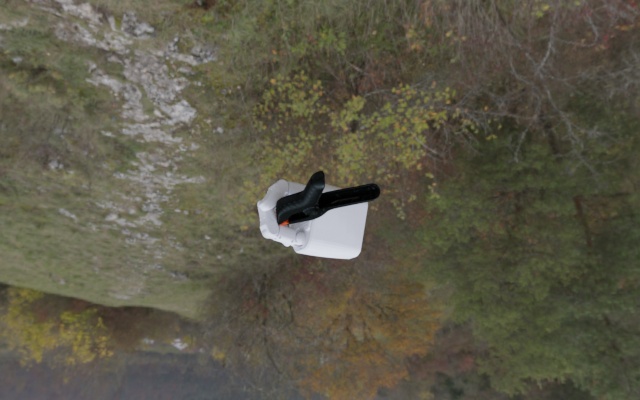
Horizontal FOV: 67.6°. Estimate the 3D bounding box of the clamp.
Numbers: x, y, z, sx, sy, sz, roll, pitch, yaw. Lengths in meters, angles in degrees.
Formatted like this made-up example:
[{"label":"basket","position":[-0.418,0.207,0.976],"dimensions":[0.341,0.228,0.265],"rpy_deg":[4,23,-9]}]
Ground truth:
[{"label":"clamp","position":[0.000,0.003,0.695],"dimensions":[0.120,0.039,0.171],"rpy_deg":[13,-23,-31]}]
